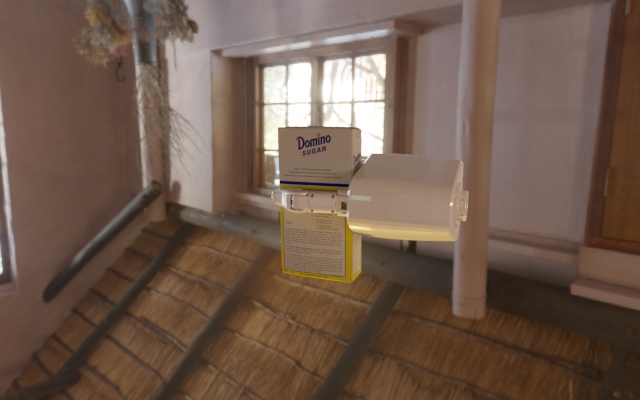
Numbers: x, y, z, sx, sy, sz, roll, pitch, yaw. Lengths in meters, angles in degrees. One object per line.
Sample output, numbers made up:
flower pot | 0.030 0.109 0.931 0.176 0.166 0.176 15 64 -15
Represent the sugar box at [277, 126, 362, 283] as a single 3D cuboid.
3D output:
sugar box | 0.000 0.002 0.560 0.093 0.176 0.048 5 10 21
